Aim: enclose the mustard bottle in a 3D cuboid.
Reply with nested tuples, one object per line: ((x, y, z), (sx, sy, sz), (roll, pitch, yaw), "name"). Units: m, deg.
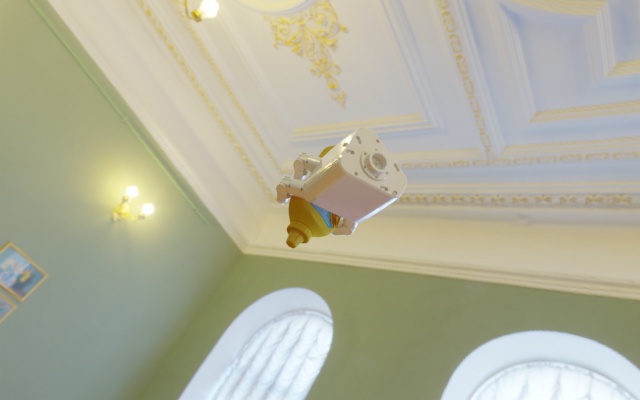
((0.000, 0.002, 0.786), (0.058, 0.096, 0.191), (-4, 41, 43), "mustard bottle")
